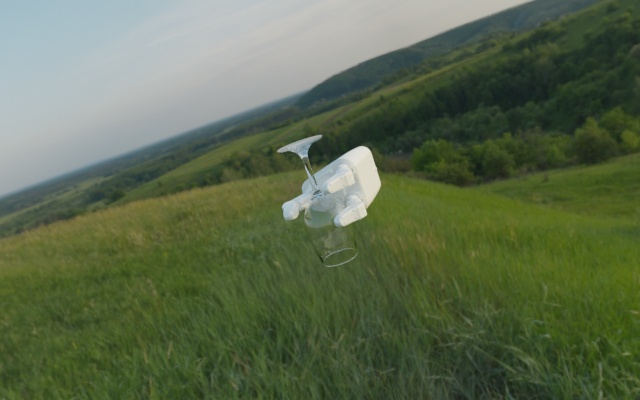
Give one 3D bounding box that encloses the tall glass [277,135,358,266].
[{"bbox_3d":[0.000,0.002,0.762,0.079,0.201,0.079,-18,13,4],"label":"tall glass"}]
